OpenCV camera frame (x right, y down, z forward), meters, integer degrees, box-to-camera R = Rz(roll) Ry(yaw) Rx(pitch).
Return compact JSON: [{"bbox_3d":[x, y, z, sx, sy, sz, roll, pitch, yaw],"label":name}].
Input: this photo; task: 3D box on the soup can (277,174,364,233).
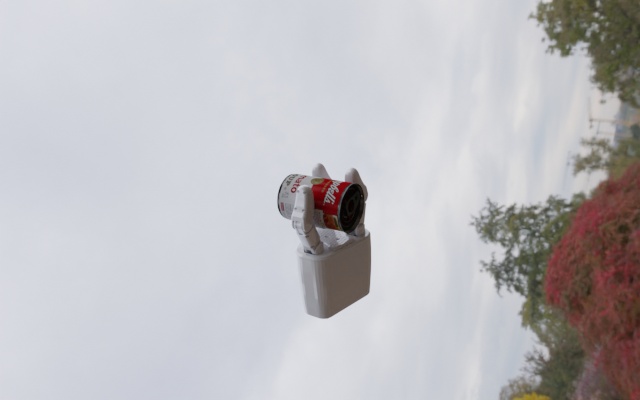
[{"bbox_3d":[0.000,0.002,0.657,0.102,0.068,0.068,11,6,31],"label":"soup can"}]
